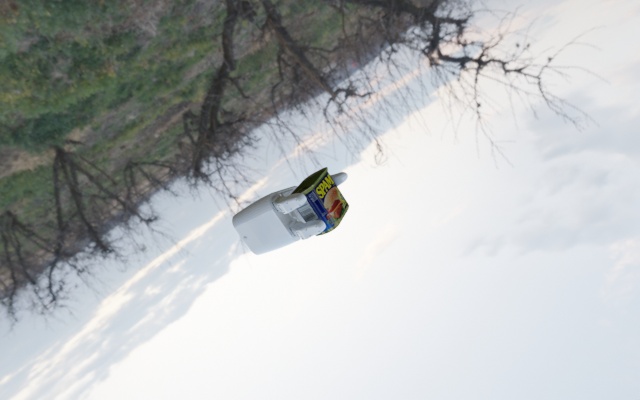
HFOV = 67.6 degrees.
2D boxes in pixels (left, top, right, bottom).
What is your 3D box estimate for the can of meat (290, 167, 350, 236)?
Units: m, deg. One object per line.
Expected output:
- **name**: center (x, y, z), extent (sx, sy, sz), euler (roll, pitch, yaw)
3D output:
- **can of meat**: center (0.000, 0.003, 0.826), extent (0.057, 0.084, 0.102), euler (-26, 14, 30)
